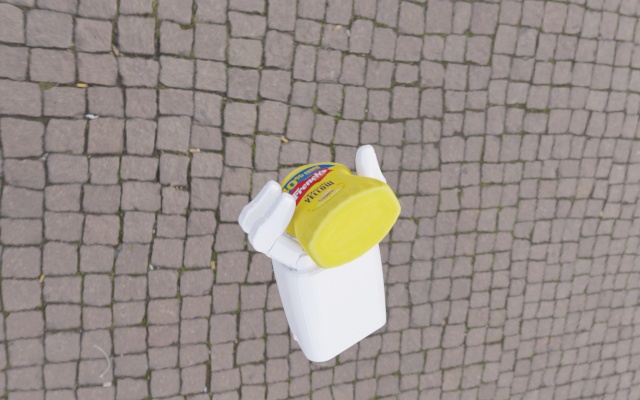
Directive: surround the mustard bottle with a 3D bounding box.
[{"bbox_3d":[0.000,0.001,0.509,0.096,0.058,0.191,-39,24,-7],"label":"mustard bottle"}]
